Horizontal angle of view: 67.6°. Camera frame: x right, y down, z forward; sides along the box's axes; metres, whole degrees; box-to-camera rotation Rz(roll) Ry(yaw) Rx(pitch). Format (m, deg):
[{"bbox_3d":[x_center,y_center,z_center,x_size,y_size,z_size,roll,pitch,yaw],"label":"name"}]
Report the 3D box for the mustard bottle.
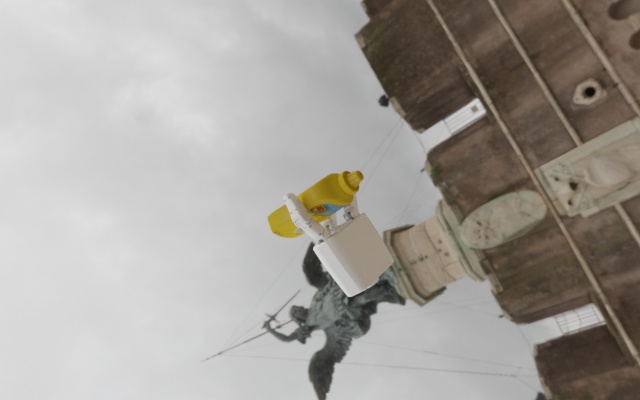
[{"bbox_3d":[0.000,0.003,0.836,0.192,0.058,0.096,-34,-24,34],"label":"mustard bottle"}]
